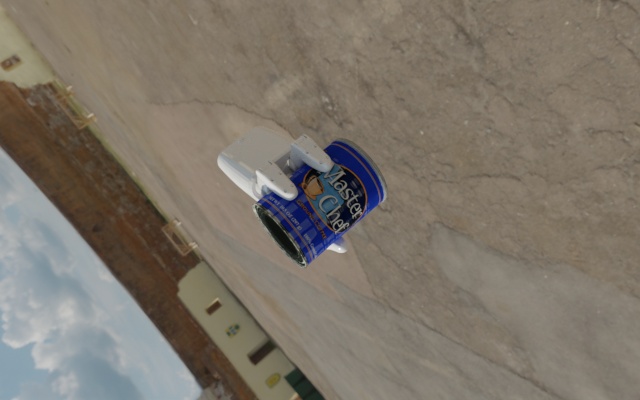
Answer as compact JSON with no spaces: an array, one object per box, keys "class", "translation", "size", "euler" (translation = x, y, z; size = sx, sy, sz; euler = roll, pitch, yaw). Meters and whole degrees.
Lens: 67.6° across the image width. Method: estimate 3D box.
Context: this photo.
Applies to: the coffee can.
[{"class":"coffee can","translation":[0.000,0.002,0.606],"size":[0.140,0.103,0.103],"euler":[-39,13,-17]}]
